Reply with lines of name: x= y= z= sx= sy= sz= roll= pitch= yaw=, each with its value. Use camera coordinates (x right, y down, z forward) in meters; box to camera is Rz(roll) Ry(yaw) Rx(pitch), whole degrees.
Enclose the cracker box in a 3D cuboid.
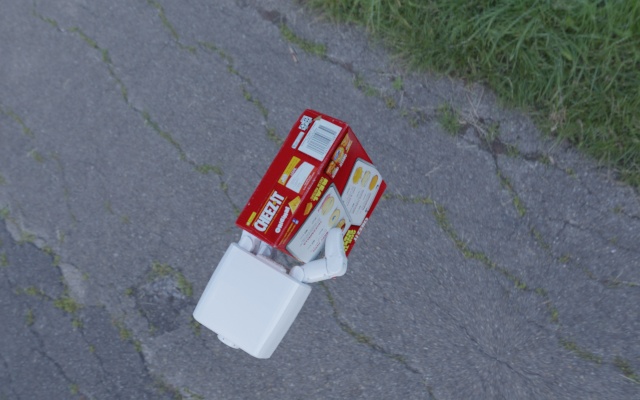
cracker box: x=0.000 y=0.002 z=0.632 sx=0.072 sy=0.164 sz=0.214 roll=27 pitch=-7 yaw=26
